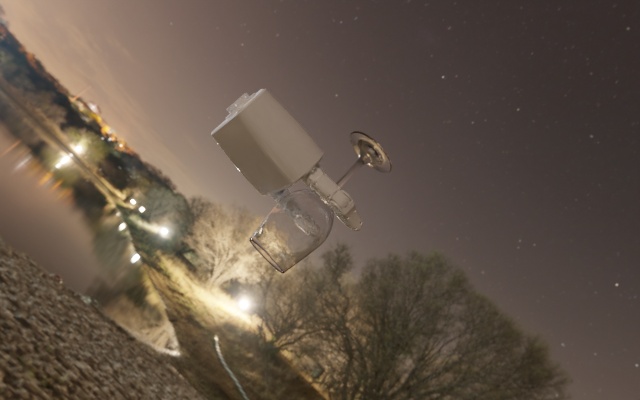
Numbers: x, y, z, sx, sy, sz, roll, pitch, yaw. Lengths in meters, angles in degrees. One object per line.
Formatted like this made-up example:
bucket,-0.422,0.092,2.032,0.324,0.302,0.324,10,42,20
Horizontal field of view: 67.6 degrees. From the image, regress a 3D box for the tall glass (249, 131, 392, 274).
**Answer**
tall glass,0.001,0.002,0.621,0.201,0.079,0.079,-45,14,-15
